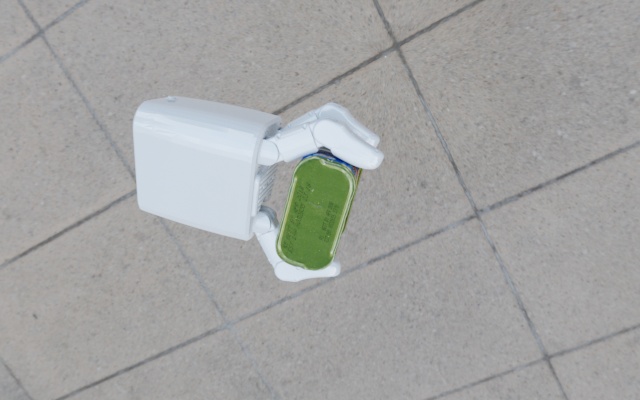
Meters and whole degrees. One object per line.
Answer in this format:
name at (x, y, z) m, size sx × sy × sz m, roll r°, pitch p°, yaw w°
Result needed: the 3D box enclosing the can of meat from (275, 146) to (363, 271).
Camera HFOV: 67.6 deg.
can of meat at (0.000, 0.002, 0.423) m, size 0.057 × 0.102 × 0.084 m, roll 16°, pitch 18°, yaw 3°
